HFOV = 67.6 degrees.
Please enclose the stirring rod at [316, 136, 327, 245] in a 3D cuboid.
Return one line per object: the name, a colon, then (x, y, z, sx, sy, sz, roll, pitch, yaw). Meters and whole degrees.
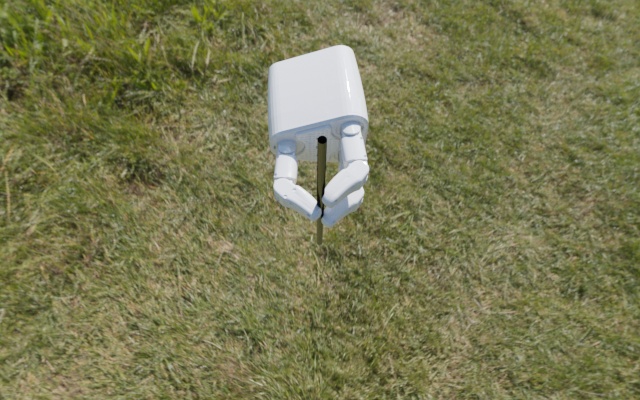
stirring rod: (0.000, 0.002, 0.500, 0.011, 0.011, 0.240, 0, -25, -1)
